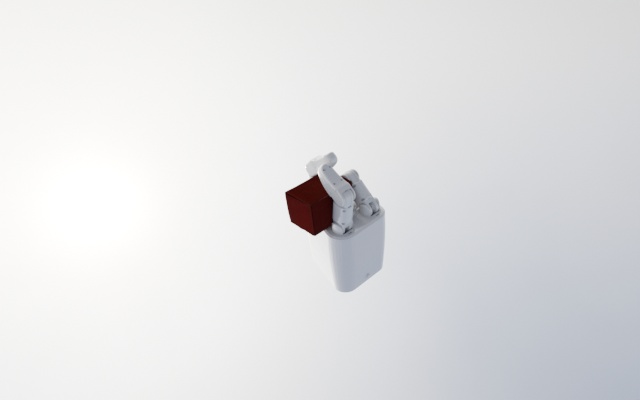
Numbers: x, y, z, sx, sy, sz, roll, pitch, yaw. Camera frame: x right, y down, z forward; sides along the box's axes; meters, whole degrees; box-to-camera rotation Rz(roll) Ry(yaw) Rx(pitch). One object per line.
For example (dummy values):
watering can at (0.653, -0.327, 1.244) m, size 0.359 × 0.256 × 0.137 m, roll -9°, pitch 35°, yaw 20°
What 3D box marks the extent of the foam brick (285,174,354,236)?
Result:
foam brick at (0.000, 0.002, 0.643) m, size 0.078 × 0.051 × 0.053 m, roll -30°, pitch 41°, yaw -32°
